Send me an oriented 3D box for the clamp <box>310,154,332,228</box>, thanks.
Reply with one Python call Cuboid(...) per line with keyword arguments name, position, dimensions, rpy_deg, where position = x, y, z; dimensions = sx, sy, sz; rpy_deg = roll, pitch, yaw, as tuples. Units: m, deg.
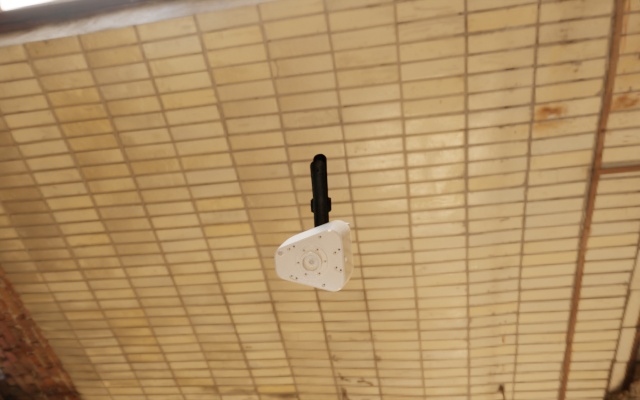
Cuboid(name="clamp", position=(0.000, 0.003, 0.817), dimensions=(0.039, 0.171, 0.120), rpy_deg=(-4, 2, 9))
